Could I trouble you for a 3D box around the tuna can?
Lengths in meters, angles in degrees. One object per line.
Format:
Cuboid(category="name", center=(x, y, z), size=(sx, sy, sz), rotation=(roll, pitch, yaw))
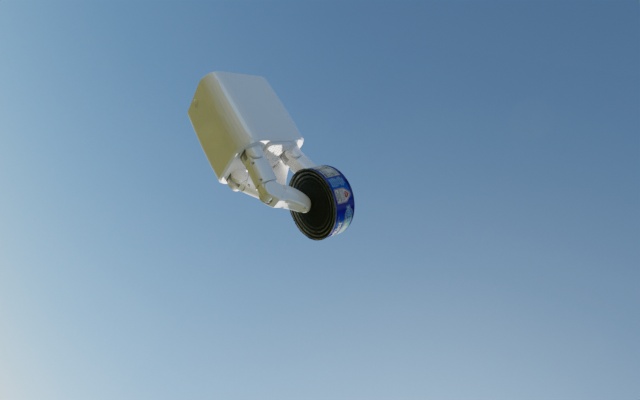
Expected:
Cuboid(category="tuna can", center=(0.001, 0.002, 0.563), size=(0.034, 0.086, 0.086), rotation=(-15, 10, -39))
